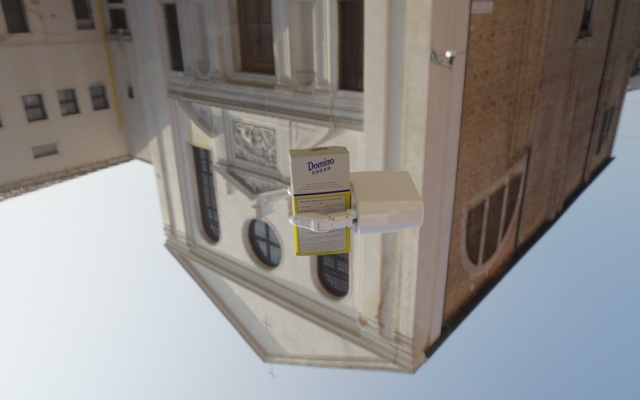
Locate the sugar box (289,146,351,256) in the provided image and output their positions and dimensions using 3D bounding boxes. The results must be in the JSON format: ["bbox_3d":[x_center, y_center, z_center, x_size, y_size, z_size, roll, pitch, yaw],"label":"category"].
[{"bbox_3d":[0.000,0.002,0.770,0.093,0.176,0.048,-5,23,-7],"label":"sugar box"}]
